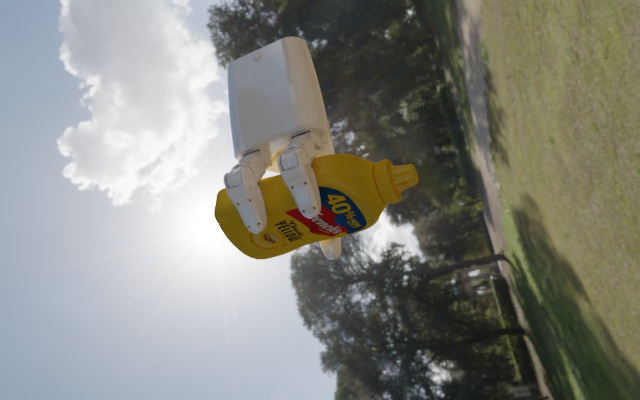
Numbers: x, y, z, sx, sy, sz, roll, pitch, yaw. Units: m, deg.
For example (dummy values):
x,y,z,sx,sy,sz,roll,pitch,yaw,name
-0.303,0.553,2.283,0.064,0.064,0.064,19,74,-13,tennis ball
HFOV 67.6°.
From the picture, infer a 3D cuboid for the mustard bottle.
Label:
x,y,z,sx,sy,sz,roll,pitch,yaw,name
0.000,0.002,0.464,0.191,0.058,0.096,-17,-44,20,mustard bottle
